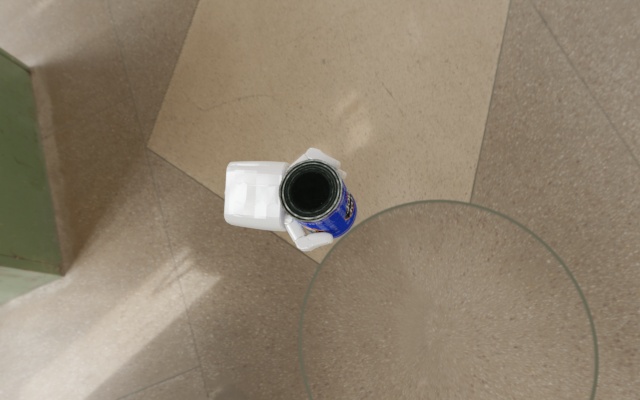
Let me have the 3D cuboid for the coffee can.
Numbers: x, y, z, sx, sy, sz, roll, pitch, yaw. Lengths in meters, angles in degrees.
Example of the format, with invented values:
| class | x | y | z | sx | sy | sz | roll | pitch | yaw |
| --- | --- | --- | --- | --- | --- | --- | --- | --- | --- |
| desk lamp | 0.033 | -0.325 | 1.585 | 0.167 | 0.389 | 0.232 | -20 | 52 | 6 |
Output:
| class | x | y | z | sx | sy | sz | roll | pitch | yaw |
| --- | --- | --- | --- | --- | --- | --- | --- | --- | --- |
| coffee can | 0.000 | 0.003 | 0.796 | 0.103 | 0.102 | 0.140 | 0 | -16 | 14 |
